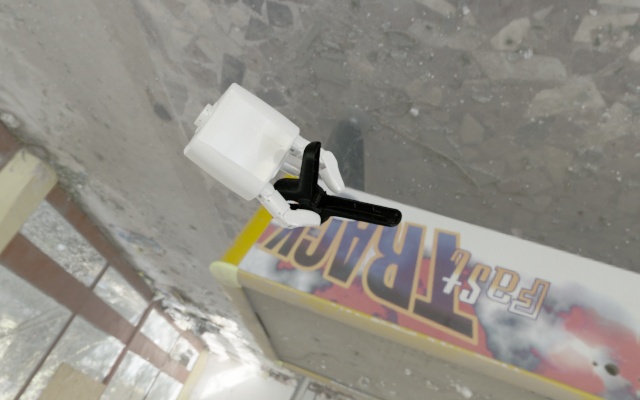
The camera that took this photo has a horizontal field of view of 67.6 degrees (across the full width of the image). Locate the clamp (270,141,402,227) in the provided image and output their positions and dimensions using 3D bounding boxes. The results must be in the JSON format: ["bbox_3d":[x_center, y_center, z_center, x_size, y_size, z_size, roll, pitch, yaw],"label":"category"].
[{"bbox_3d":[-0.001,0.003,0.663,0.164,0.036,0.210,36,-29,-19],"label":"clamp"}]
